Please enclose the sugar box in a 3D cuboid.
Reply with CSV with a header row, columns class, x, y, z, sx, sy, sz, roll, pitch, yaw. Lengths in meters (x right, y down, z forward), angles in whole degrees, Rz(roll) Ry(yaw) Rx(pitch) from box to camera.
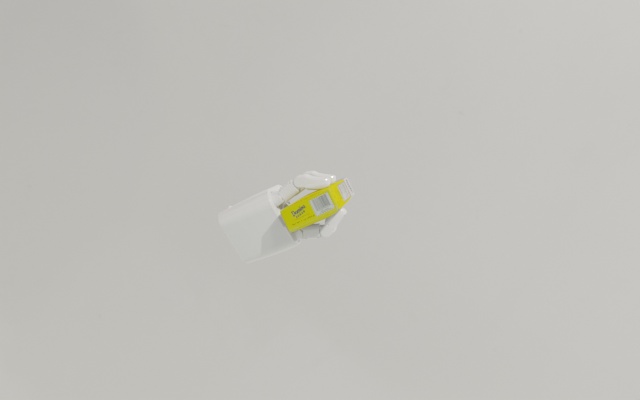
class,x,y,z,sx,sy,sz,roll,pitch,yaw
sugar box,0.000,0.002,0.839,0.093,0.048,0.176,-24,6,14
